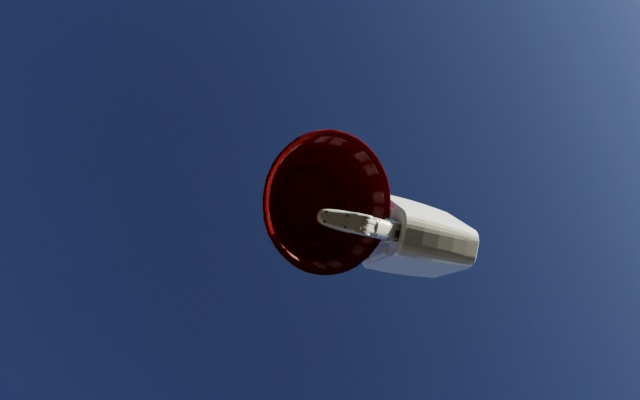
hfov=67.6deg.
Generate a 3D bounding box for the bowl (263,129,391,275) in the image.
[{"bbox_3d":[-0.001,0.001,0.549,0.162,0.162,0.055,0,2,-28],"label":"bowl"}]
